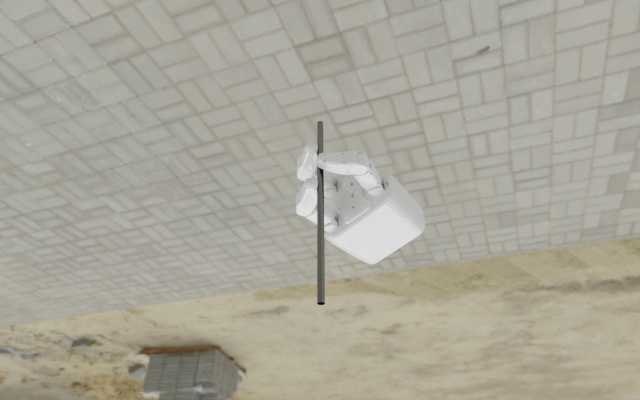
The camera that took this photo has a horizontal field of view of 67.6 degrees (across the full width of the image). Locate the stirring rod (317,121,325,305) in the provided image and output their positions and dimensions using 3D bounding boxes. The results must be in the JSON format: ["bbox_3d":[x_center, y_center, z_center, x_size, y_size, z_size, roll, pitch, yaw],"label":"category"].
[{"bbox_3d":[0.000,0.002,0.536,0.011,0.239,0.011,0,-34,0],"label":"stirring rod"}]
